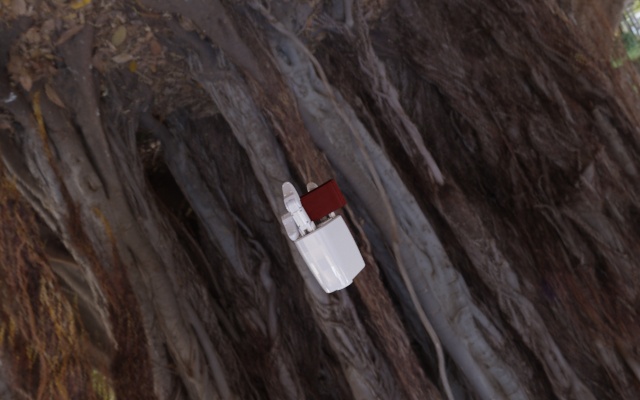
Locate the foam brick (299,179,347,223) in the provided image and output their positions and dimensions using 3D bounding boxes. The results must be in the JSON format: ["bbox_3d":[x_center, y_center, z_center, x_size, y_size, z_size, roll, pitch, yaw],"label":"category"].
[{"bbox_3d":[0.000,0.003,0.841,0.078,0.051,0.053,-29,-1,11],"label":"foam brick"}]
